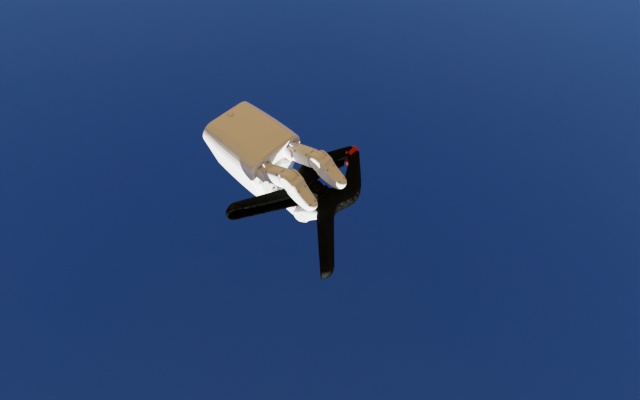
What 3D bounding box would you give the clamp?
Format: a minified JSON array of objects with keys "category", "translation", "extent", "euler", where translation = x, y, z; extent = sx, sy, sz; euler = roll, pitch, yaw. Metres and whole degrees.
[{"category":"clamp","translation":[0.000,0.002,0.657],"extent":[0.164,0.210,0.036],"euler":[38,-31,19]}]
